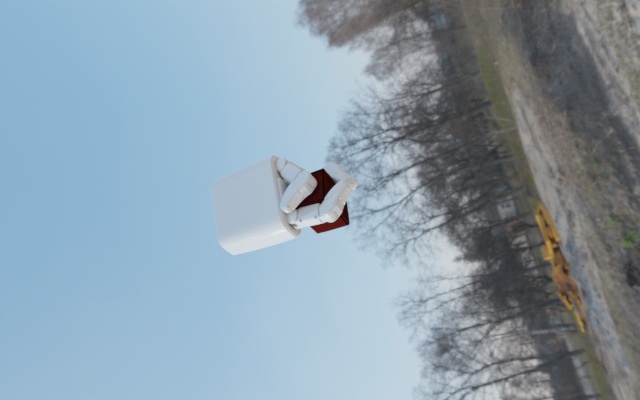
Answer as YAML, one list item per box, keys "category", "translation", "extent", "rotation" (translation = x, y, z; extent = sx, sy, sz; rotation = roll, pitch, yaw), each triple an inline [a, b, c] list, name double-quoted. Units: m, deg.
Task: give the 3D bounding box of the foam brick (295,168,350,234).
- category: "foam brick"
  translation: [0.000, 0.002, 0.668]
  extent: [0.051, 0.053, 0.078]
  rotation: [-19, -39, 20]
